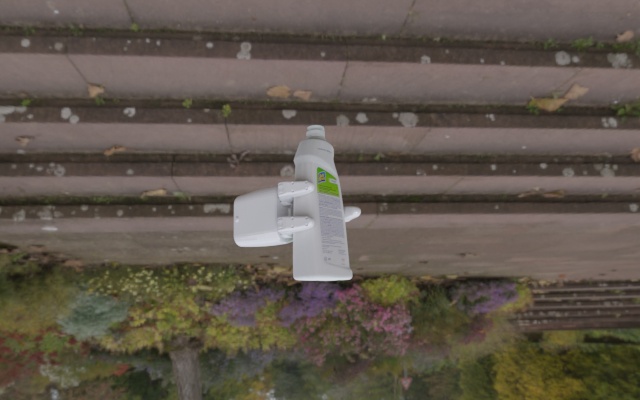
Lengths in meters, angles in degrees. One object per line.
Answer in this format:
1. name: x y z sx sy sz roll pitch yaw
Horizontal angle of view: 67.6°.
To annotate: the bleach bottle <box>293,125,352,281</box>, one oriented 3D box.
1. bleach bottle: 0.000 0.003 0.779 0.068 0.250 0.102 -10 -14 35
